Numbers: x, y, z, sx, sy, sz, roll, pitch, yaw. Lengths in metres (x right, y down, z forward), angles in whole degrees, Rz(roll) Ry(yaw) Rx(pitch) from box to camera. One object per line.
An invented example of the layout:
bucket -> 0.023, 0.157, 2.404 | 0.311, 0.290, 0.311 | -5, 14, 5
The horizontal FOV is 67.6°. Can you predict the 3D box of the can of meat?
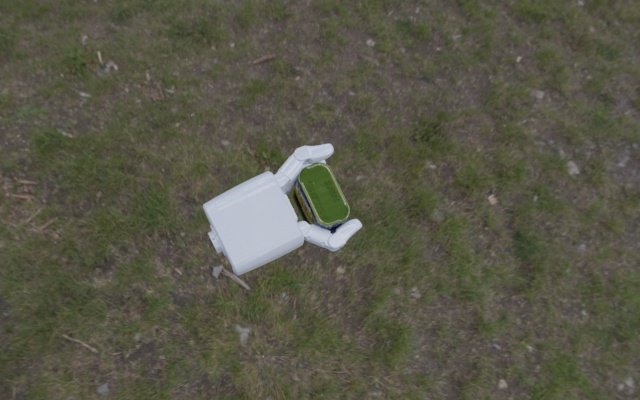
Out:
can of meat -> 0.000, 0.002, 0.720 | 0.057, 0.102, 0.084 | -23, -14, -13
